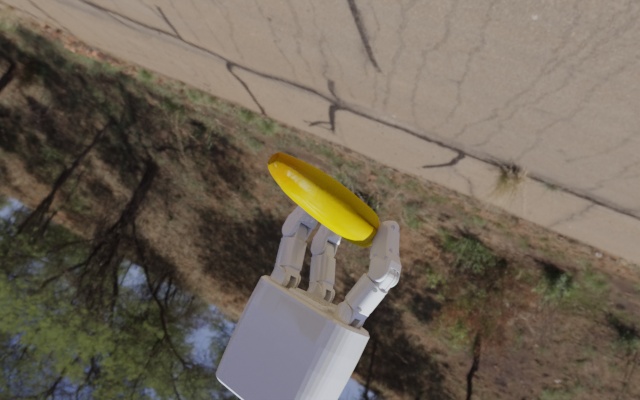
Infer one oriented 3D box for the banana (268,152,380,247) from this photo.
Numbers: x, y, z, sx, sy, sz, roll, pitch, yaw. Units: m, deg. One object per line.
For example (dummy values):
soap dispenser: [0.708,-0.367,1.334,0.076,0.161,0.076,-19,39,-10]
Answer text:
banana: [0.016,0.010,0.431,0.069,0.037,0.198,28,-4,24]
